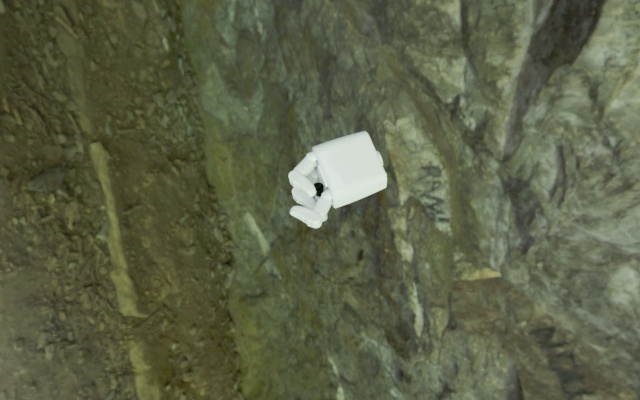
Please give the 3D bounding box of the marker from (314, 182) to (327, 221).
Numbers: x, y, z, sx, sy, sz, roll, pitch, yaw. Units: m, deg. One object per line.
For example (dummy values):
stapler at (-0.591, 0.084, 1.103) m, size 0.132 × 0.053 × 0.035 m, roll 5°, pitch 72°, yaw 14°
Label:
marker at (0.000, 0.003, 0.882) m, size 0.020 × 0.020 × 0.121 m, roll 0°, pitch -30°, yaw 5°
